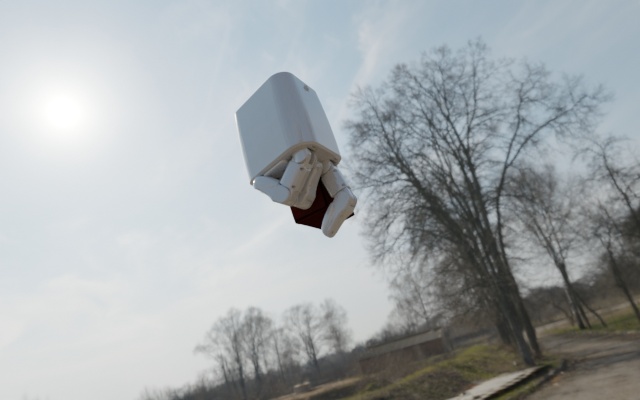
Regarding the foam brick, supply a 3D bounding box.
[{"bbox_3d":[0.000,0.002,0.623,0.053,0.051,0.078,-28,-22,22],"label":"foam brick"}]
